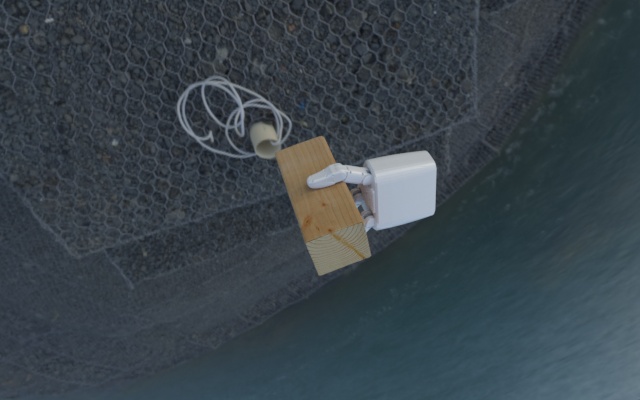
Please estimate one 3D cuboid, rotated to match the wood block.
[{"bbox_3d":[0.000,0.002,0.772,0.090,0.206,0.091,-20,-42,-2],"label":"wood block"}]
